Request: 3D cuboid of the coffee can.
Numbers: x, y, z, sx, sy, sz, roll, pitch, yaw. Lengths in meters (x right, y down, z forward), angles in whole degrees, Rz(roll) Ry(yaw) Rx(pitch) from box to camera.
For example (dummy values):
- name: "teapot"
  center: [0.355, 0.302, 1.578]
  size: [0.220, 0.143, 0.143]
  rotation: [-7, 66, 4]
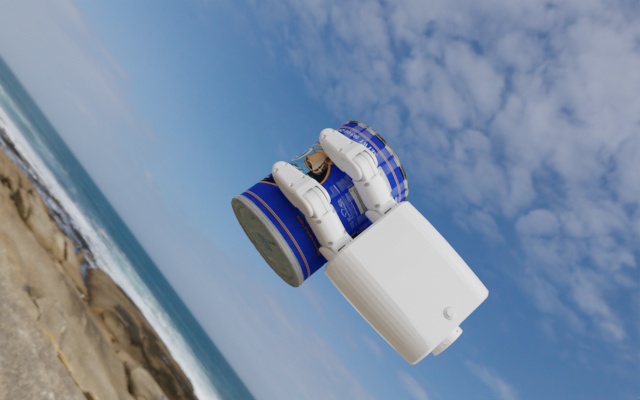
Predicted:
- name: "coffee can"
  center: [0.000, 0.002, 0.467]
  size: [0.140, 0.103, 0.103]
  rotation: [-36, 13, -19]
